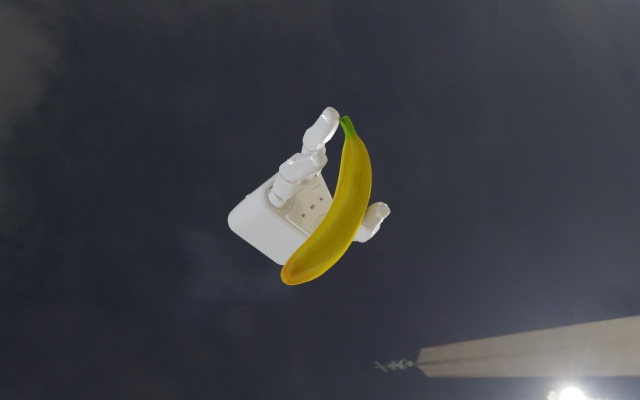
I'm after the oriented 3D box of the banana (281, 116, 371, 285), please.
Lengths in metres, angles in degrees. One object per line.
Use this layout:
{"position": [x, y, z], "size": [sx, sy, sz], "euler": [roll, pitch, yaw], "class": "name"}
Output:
{"position": [0.016, 0.008, 0.491], "size": [0.070, 0.197, 0.037], "euler": [33, -32, -23], "class": "banana"}
